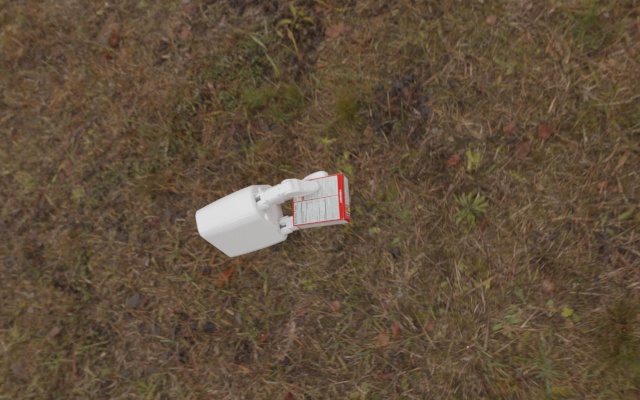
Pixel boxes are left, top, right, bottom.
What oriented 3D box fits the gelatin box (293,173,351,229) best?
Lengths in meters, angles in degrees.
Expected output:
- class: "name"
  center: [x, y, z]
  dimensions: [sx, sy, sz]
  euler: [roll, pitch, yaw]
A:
- class: "gelatin box"
  center: [0.000, 0.002, 0.746]
  dimensions: [0.089, 0.073, 0.030]
  euler: [-9, -17, 23]
